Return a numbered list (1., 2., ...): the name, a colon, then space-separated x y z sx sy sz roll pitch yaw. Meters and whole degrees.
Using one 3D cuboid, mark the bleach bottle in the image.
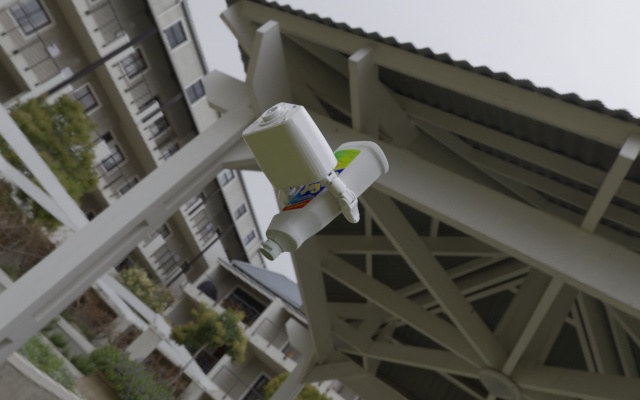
1. bleach bottle: 0.000 0.003 0.778 0.102 0.068 0.250 6 45 50
